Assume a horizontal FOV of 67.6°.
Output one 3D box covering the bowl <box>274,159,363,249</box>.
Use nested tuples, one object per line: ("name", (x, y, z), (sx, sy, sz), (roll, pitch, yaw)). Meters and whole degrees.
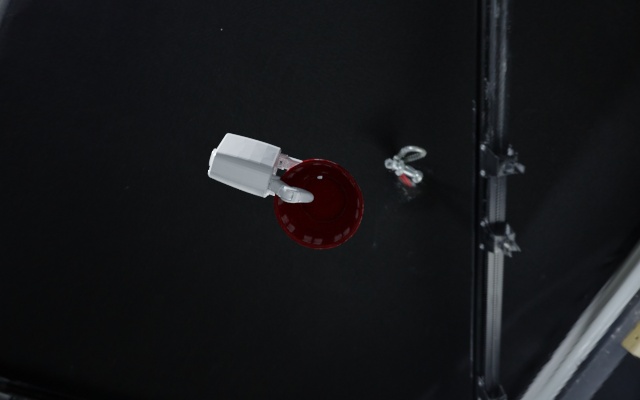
("bowl", (0.001, 0.004, 0.863), (0.162, 0.162, 0.055), (0, 12, 12))
